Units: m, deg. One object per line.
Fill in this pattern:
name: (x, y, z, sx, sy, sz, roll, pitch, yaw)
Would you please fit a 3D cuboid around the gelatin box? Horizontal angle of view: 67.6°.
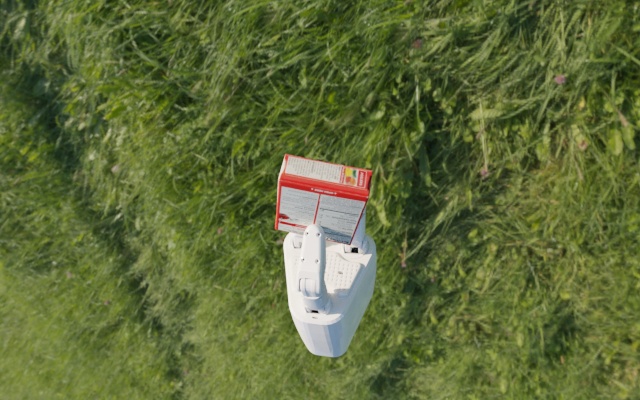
gelatin box: (0.000, 0.002, 0.415, 0.073, 0.030, 0.089, 11, -31, -1)
